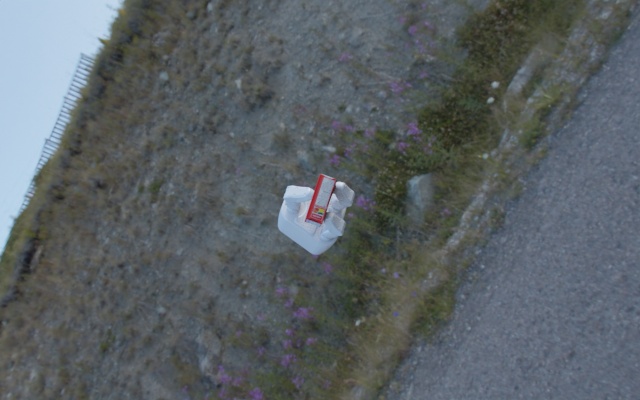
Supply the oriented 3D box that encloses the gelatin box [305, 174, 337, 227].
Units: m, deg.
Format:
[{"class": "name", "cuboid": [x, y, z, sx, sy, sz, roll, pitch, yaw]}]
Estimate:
[{"class": "gelatin box", "cuboid": [0.000, 0.002, 0.762, 0.030, 0.073, 0.089, 19, -7, 0]}]
